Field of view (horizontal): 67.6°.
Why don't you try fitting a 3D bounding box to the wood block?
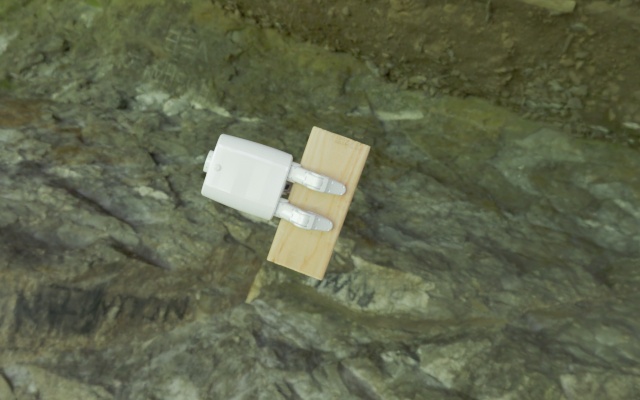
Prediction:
[{"bbox_3d":[0.000,0.002,0.730,0.090,0.206,0.091,20,5,3],"label":"wood block"}]
